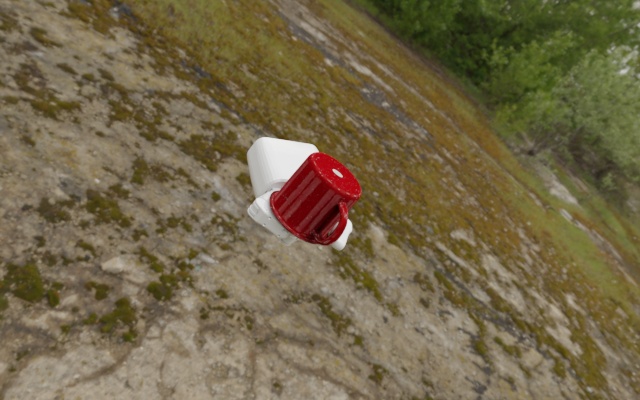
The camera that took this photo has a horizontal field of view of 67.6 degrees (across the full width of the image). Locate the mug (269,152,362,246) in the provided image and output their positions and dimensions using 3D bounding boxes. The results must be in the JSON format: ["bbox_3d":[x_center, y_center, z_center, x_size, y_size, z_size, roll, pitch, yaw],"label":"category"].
[{"bbox_3d":[0.001,0.003,0.588,0.093,0.081,0.117,22,31,-37],"label":"mug"}]
